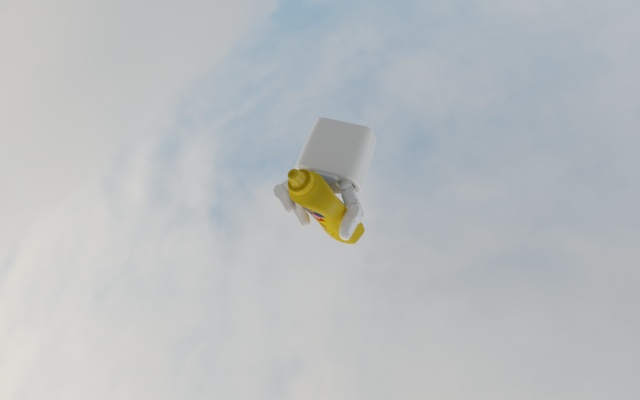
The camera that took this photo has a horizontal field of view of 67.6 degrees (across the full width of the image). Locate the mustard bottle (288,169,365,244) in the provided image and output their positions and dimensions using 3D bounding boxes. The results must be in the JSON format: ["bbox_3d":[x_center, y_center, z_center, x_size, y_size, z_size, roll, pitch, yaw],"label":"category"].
[{"bbox_3d":[0.000,0.003,0.782,0.096,0.058,0.192,37,-6,38],"label":"mustard bottle"}]
